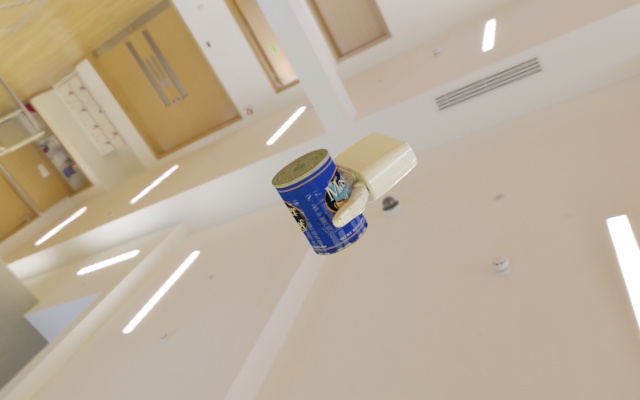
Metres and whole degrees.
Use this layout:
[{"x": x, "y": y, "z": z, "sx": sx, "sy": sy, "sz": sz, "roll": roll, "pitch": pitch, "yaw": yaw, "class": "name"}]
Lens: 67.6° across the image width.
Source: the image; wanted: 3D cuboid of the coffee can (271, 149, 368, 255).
[{"x": 0.000, "y": 0.003, "z": 0.772, "sx": 0.103, "sy": 0.140, "sz": 0.102, "roll": -27, "pitch": 20, "yaw": 11, "class": "coffee can"}]
